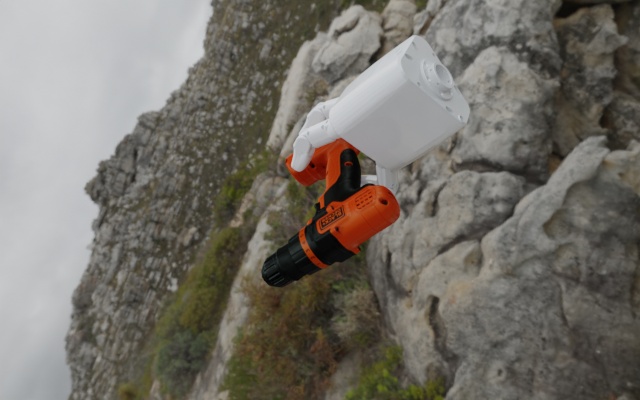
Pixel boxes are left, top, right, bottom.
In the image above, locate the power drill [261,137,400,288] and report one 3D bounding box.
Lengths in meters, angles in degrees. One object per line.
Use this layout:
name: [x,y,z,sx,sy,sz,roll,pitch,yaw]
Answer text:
power drill: [0.000,0.001,0.590,0.184,0.187,0.057,-32,-51,19]
